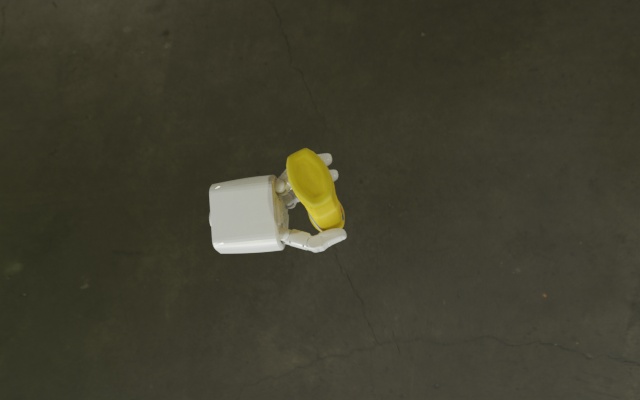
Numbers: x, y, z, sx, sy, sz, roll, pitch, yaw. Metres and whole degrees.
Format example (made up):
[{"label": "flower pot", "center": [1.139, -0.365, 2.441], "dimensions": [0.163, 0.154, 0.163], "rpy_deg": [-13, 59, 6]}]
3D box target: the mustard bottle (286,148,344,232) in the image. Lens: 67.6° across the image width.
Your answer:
[{"label": "mustard bottle", "center": [0.000, 0.002, 0.745], "dimensions": [0.058, 0.096, 0.192], "rpy_deg": [-28, -25, -2]}]
